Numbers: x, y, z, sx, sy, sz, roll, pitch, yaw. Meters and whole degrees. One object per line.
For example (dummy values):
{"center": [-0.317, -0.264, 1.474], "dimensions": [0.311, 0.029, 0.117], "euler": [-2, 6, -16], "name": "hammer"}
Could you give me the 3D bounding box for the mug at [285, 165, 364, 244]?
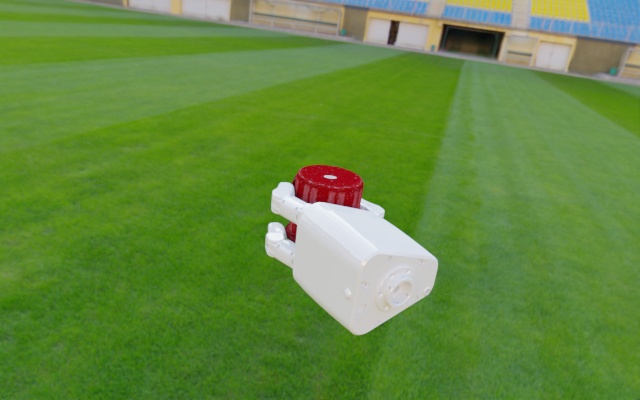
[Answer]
{"center": [-0.001, 0.001, 0.593], "dimensions": [0.093, 0.081, 0.117], "euler": [-7, 27, -34], "name": "mug"}
